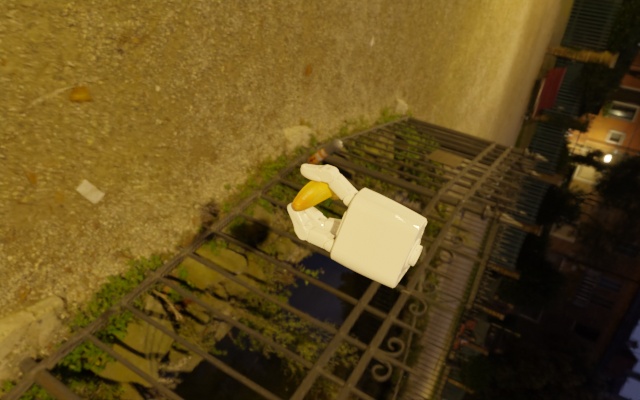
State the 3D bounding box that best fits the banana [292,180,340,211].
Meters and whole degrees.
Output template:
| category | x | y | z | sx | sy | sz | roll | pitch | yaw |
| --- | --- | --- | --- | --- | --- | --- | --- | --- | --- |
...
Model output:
| category | x | y | z | sx | sy | sz | roll | pitch | yaw |
| --- | --- | --- | --- | --- | --- | --- | --- | --- | --- |
| banana | 0.010 | -0.014 | 0.780 | 0.037 | 0.069 | 0.198 | 31 | 9 | 15 |
